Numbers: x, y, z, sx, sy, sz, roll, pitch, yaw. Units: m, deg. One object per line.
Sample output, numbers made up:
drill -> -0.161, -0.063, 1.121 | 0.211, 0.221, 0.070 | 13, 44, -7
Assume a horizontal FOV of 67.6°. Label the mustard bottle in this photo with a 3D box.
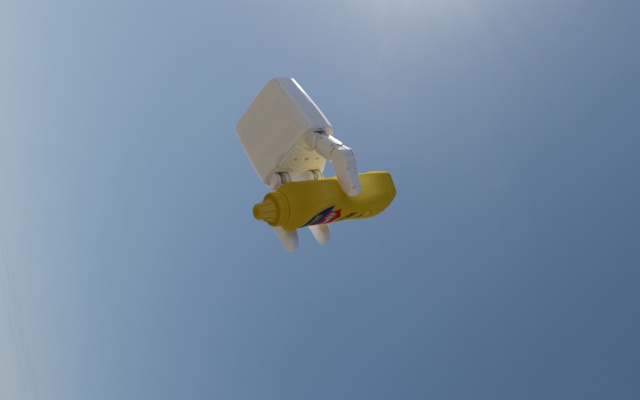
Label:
mustard bottle -> 0.000, 0.002, 0.604 | 0.191, 0.058, 0.096 | -8, -14, -39
